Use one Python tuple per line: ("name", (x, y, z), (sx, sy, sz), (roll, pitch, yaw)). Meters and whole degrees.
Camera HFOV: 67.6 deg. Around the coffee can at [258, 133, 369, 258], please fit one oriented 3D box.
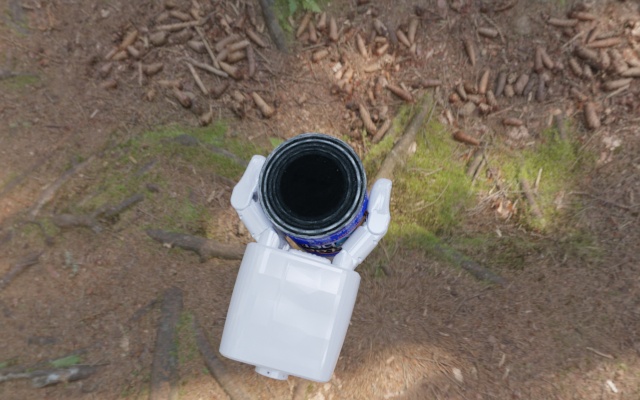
("coffee can", (0.000, 0.002, 0.508), (0.103, 0.102, 0.140), (0, -14, 7))
